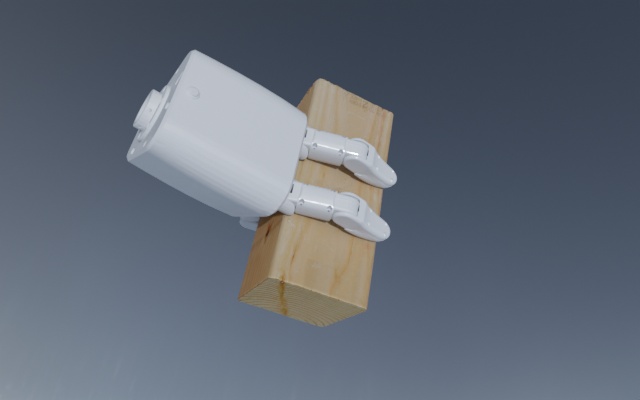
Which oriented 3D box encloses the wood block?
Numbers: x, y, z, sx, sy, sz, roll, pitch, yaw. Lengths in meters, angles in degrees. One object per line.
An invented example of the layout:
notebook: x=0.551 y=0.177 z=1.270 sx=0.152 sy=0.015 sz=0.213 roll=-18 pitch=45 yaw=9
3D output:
wood block: x=0.000 y=0.002 z=0.457 sx=0.090 sy=0.206 sz=0.091 roll=22 pitch=-30 yaw=-17
